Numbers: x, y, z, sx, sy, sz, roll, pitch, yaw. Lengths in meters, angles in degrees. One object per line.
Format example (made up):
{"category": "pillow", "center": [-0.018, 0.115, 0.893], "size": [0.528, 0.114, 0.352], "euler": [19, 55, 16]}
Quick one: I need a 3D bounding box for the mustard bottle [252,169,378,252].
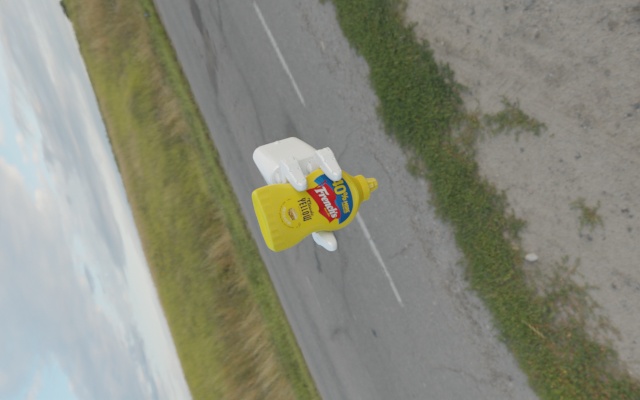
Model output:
{"category": "mustard bottle", "center": [0.000, 0.003, 0.723], "size": [0.191, 0.096, 0.058], "euler": [-19, 6, -18]}
